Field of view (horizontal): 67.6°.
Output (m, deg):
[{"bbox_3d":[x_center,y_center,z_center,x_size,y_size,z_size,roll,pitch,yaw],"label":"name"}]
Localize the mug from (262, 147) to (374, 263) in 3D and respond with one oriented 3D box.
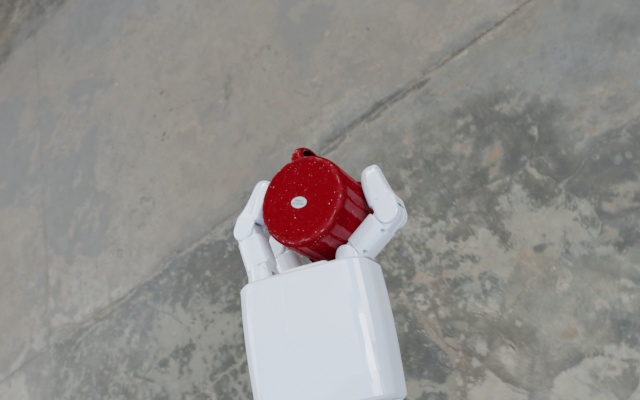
[{"bbox_3d":[0.000,0.000,0.432,0.093,0.117,0.081,-25,-31,21],"label":"mug"}]
